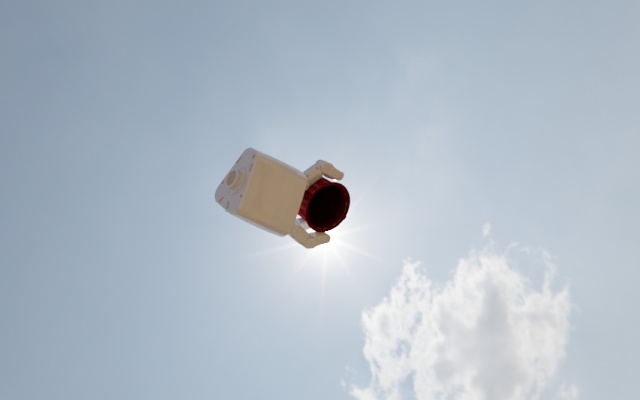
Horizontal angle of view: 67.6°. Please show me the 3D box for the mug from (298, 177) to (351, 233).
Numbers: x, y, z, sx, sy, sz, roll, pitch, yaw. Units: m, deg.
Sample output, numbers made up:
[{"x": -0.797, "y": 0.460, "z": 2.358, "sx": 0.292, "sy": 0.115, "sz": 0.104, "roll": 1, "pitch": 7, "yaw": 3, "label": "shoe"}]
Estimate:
[{"x": 0.001, "y": 0.003, "z": 0.850, "sx": 0.117, "sy": 0.093, "sz": 0.081, "roll": 29, "pitch": 3, "yaw": -40, "label": "mug"}]
